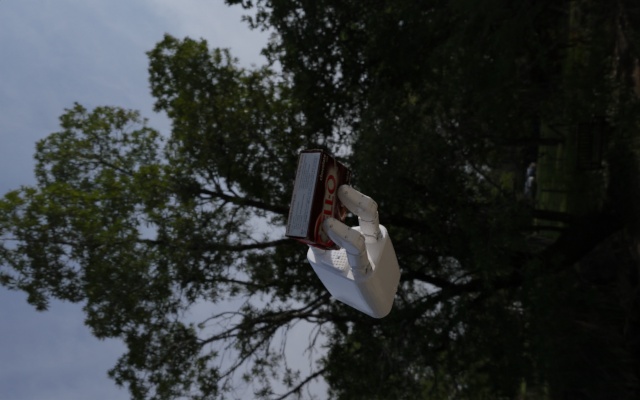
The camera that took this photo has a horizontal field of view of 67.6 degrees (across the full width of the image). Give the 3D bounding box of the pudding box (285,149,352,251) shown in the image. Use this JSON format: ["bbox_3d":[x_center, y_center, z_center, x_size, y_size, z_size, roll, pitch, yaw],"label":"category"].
[{"bbox_3d":[0.000,0.002,0.609,0.039,0.113,0.090,1,-13,28],"label":"pudding box"}]
